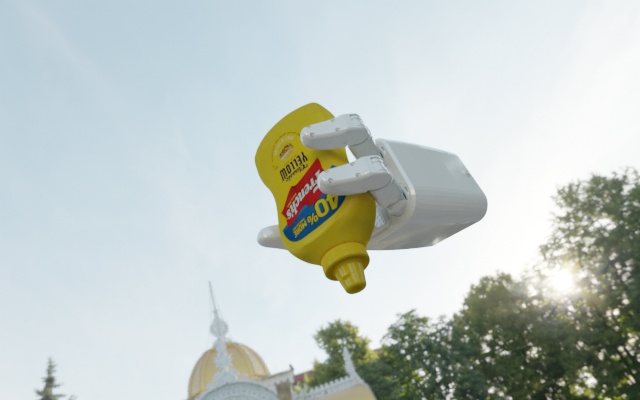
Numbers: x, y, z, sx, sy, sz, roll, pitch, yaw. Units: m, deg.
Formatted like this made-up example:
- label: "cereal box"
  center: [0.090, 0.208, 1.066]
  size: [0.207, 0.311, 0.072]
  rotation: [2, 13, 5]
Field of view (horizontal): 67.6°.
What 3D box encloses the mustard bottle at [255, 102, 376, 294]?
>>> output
- label: "mustard bottle"
  center: [0.000, 0.001, 0.444]
  size: [0.096, 0.191, 0.058]
  rotation: [-38, -39, 20]
